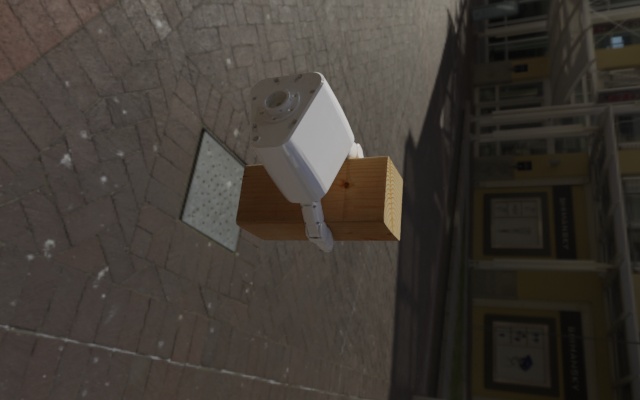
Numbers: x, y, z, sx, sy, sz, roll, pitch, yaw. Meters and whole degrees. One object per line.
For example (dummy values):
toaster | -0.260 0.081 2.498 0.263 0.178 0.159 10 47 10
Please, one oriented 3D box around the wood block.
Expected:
wood block | 0.000 0.002 0.656 0.206 0.090 0.090 -2 -20 22
